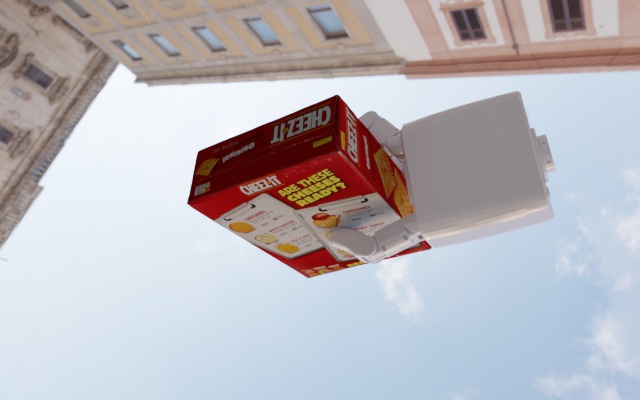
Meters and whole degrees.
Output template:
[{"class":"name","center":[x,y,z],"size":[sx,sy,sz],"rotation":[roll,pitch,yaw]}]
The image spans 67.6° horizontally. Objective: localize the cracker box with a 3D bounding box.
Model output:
[{"class":"cracker box","center":[0.000,0.002,0.496],"size":[0.164,0.072,0.214],"rotation":[-17,-35,26]}]
